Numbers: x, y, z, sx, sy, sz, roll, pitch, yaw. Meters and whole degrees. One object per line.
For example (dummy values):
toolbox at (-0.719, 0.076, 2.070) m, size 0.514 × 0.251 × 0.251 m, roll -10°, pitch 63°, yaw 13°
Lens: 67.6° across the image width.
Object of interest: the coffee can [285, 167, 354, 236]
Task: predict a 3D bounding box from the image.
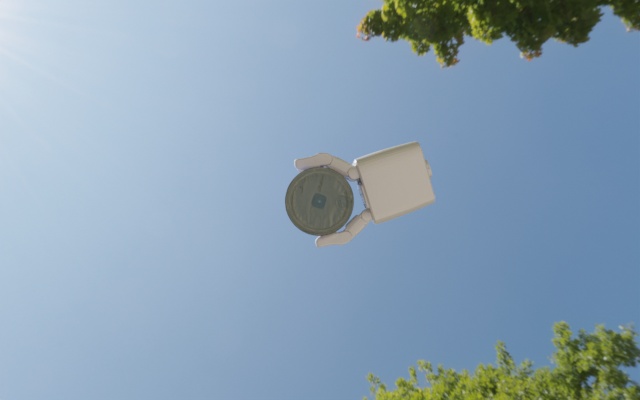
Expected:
coffee can at (0.000, 0.003, 0.774) m, size 0.103 × 0.103 × 0.140 m, roll 0°, pitch -1°, yaw 1°
